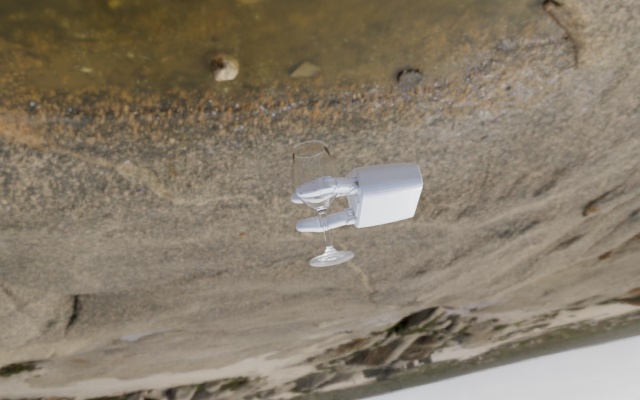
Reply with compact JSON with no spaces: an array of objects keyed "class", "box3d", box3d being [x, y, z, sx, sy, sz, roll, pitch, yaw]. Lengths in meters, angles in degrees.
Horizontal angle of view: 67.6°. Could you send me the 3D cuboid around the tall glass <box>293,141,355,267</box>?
[{"class":"tall glass","box3d":[0.000,0.003,0.791,0.079,0.201,0.079,-10,-21,-4]}]
